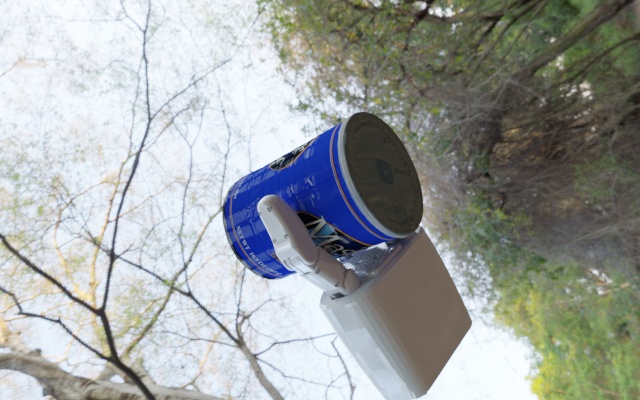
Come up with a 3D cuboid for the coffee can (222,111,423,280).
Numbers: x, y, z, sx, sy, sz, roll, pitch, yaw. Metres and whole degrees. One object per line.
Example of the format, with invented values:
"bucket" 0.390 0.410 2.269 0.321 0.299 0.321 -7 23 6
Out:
"coffee can" 0.000 0.001 0.407 0.140 0.102 0.103 -24 -15 36
